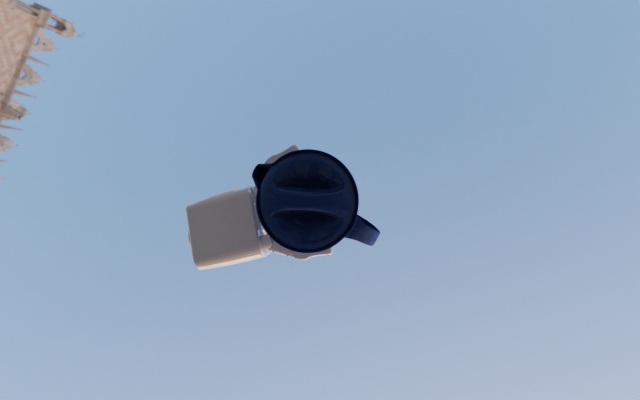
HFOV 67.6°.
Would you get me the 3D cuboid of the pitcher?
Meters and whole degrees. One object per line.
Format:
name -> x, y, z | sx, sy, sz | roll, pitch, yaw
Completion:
pitcher -> 0.000, 0.002, 0.721 | 0.145, 0.149, 0.243 | -17, 1, 5
